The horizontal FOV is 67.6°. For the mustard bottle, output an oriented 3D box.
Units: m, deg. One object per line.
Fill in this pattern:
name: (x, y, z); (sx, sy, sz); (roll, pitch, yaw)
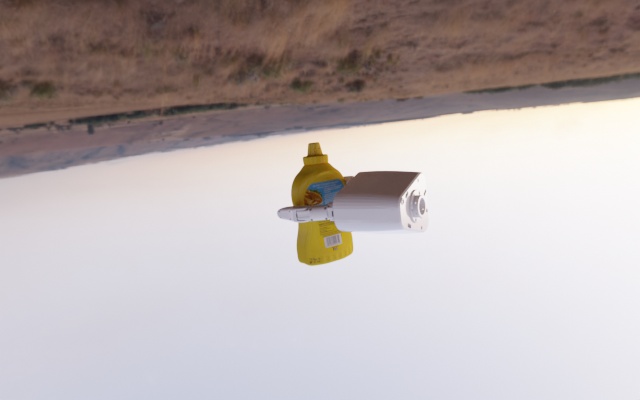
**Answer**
mustard bottle: (0.000, 0.003, 0.770); (0.096, 0.191, 0.058); (-12, 11, -31)
